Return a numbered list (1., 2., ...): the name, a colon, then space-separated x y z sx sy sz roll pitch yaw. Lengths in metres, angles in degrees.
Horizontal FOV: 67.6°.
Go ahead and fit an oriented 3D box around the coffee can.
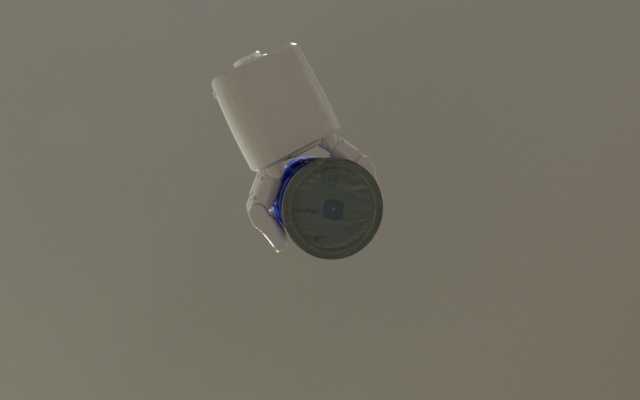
1. coffee can: 0.000 0.002 0.539 0.103 0.103 0.140 0 6 -11
